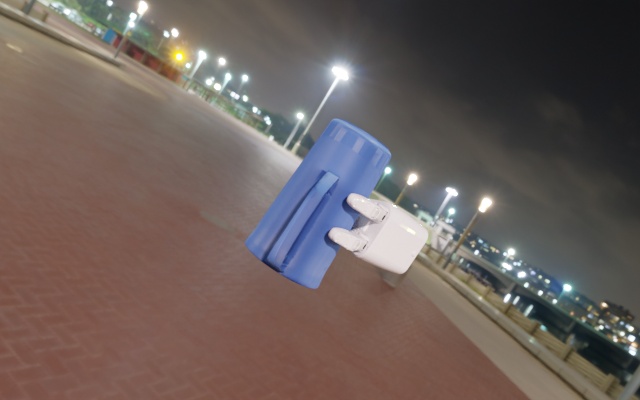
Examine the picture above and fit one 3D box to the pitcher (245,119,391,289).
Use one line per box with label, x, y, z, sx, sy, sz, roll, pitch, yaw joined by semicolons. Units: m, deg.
pitcher;0.000;0.002;0.721;0.145;0.243;0.149;29;5;-37
